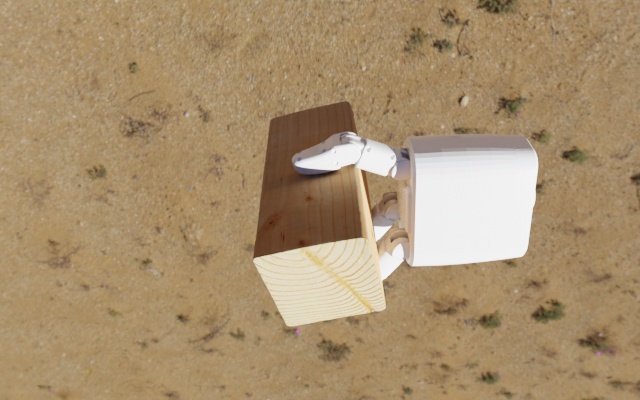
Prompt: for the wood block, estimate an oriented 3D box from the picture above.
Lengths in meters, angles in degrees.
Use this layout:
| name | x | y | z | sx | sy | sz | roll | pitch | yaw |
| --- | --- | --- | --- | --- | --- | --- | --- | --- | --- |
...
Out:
| name | x | y | z | sx | sy | sz | roll | pitch | yaw |
| --- | --- | --- | --- | --- | --- | --- | --- | --- | --- |
| wood block | 0.000 | 0.001 | 0.456 | 0.090 | 0.091 | 0.206 | -12 | 39 | 8 |
